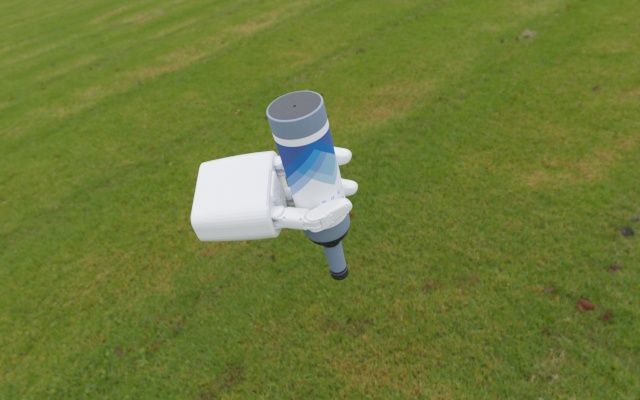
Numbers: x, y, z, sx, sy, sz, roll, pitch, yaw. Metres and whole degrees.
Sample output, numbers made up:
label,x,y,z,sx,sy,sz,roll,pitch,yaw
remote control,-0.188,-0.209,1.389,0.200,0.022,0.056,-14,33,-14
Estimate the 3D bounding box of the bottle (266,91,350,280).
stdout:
label,x,y,z,sx,sy,sz,roll,pitch,yaw
bottle,0.000,0.002,0.633,0.069,0.296,0.069,-9,40,7
